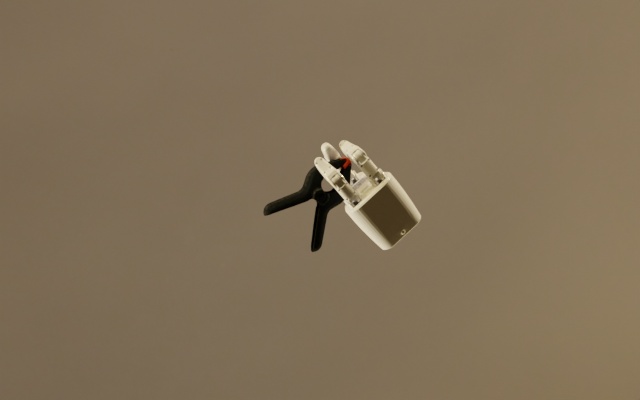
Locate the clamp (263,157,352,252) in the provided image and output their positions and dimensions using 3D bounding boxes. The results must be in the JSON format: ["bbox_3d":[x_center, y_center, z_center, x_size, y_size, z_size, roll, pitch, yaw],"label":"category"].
[{"bbox_3d":[0.000,0.002,0.822,0.171,0.120,0.039,-42,22,-1],"label":"clamp"}]
